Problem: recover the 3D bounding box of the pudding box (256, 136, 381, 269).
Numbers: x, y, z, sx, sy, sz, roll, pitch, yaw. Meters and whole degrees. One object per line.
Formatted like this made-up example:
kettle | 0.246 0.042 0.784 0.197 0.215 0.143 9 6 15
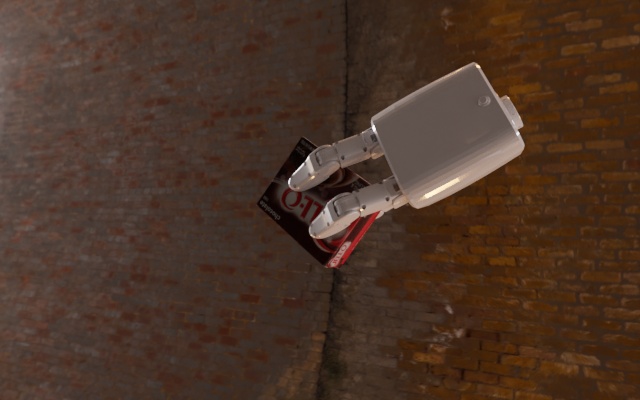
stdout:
pudding box | 0.000 0.002 0.491 0.113 0.090 0.039 39 8 32
